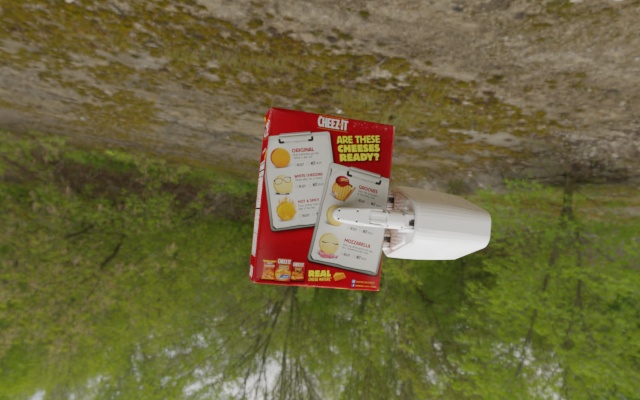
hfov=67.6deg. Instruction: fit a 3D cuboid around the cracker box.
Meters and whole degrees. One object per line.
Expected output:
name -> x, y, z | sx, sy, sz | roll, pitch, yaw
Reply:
cracker box -> 0.000, 0.002, 0.617 | 0.164, 0.213, 0.072 | 6, -3, -15
